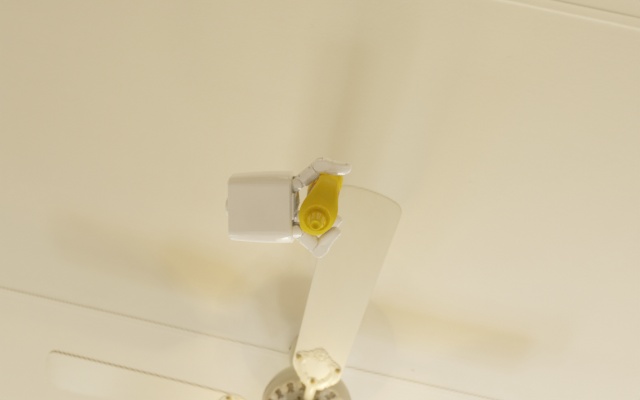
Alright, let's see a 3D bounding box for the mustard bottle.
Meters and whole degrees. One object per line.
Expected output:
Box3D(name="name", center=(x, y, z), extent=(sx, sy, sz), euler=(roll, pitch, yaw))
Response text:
Box3D(name="mustard bottle", center=(0.000, 0.003, 0.774), extent=(0.058, 0.096, 0.191), euler=(23, 20, -3))
